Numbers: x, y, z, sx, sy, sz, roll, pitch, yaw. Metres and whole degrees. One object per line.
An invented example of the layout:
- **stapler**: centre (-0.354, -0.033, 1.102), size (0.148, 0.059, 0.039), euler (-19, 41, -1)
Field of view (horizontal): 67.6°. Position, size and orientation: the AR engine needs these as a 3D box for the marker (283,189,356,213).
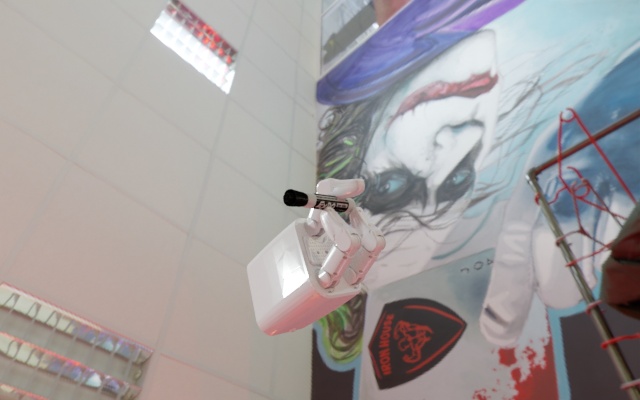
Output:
- **marker**: centre (0.000, 0.002, 0.547), size (0.020, 0.020, 0.121), euler (0, -5, 37)
